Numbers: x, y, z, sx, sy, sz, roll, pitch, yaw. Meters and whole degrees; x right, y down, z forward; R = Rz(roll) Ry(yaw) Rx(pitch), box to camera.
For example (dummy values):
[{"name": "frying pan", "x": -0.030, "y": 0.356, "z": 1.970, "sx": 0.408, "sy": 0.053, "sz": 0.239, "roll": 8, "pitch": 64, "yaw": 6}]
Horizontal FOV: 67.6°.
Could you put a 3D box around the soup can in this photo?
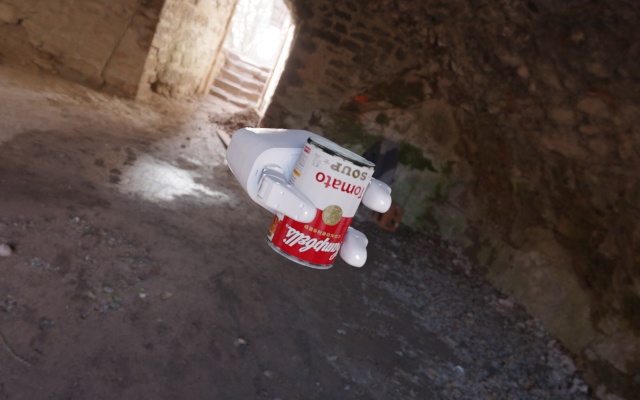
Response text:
[{"name": "soup can", "x": 0.000, "y": 0.001, "z": 0.436, "sx": 0.068, "sy": 0.102, "sz": 0.068, "roll": 22, "pitch": 11, "yaw": -5}]
